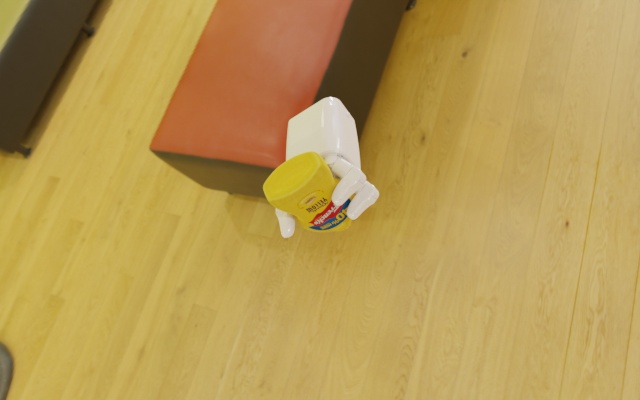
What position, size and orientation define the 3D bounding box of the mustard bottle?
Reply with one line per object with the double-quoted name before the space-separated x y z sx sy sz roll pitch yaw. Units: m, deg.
"mustard bottle" 0.000 0.003 0.738 0.096 0.058 0.192 -36 -35 9
